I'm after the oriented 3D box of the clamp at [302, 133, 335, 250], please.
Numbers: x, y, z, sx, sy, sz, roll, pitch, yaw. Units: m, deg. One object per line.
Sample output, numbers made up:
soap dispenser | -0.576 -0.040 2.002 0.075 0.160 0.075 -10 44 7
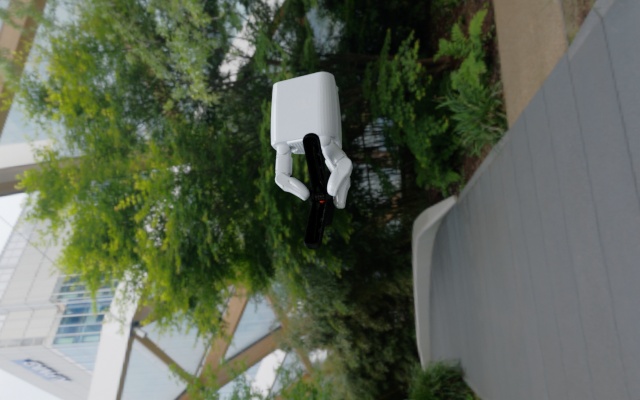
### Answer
clamp | -0.001 0.002 0.755 0.036 0.164 0.210 -1 -11 8
